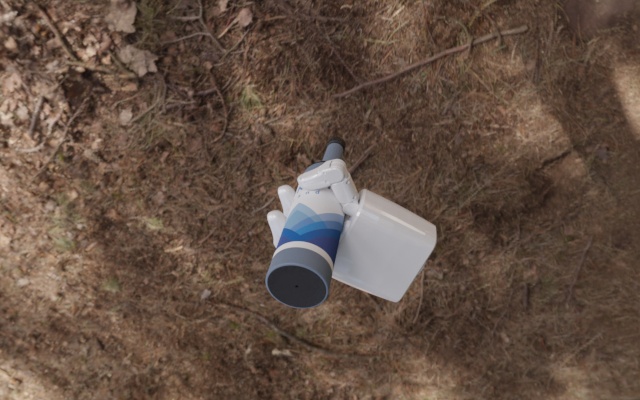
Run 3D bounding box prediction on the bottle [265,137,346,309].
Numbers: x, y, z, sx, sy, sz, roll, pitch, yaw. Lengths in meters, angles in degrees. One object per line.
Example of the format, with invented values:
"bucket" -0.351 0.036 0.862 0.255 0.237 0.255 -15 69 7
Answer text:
"bottle" 0.000 0.002 0.604 0.069 0.069 0.295 0 36 12
